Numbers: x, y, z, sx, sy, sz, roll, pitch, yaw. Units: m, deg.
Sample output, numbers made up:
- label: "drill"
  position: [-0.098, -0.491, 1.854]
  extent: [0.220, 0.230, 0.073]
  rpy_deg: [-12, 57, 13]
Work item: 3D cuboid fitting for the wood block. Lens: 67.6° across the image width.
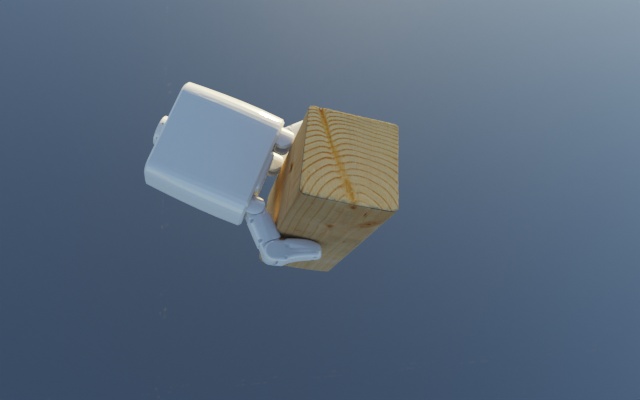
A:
- label: "wood block"
  position: [0.000, 0.002, 0.507]
  extent: [0.090, 0.090, 0.206]
  rpy_deg: [11, -25, -12]
